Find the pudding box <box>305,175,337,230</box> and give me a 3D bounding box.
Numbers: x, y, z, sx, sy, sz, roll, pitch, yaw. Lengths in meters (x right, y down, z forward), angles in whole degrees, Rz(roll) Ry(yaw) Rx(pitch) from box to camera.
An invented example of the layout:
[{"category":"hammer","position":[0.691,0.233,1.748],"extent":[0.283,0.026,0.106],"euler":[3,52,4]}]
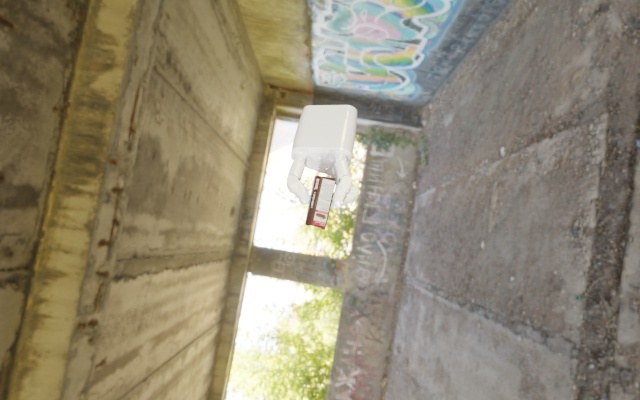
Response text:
[{"category":"pudding box","position":[0.000,0.003,0.845],"extent":[0.039,0.090,0.113],"euler":[12,0,1]}]
